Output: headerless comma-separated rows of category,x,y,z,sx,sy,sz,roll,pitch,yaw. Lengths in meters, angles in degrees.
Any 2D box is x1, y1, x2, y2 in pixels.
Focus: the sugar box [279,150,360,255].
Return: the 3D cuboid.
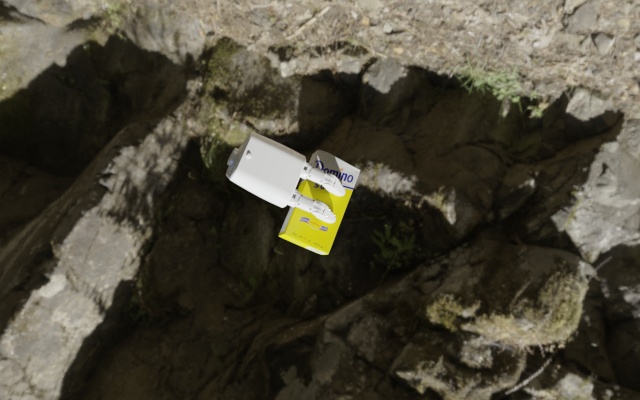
sugar box,0.000,0.003,0.885,0.093,0.176,0.048,25,-14,-15
